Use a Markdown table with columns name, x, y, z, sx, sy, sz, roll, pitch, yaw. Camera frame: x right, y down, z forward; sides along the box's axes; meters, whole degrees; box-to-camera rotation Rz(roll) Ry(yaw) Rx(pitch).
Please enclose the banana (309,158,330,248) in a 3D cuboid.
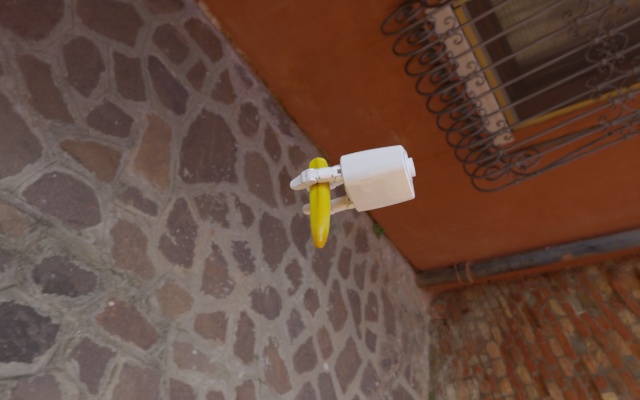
| name | x | y | z | sx | sy | sz | roll | pitch | yaw |
| --- | --- | --- | --- | --- | --- | --- | --- | --- | --- |
| banana | -0.001 | -0.012 | 0.847 | 0.037 | 0.197 | 0.070 | -3 | -41 | 1 |
